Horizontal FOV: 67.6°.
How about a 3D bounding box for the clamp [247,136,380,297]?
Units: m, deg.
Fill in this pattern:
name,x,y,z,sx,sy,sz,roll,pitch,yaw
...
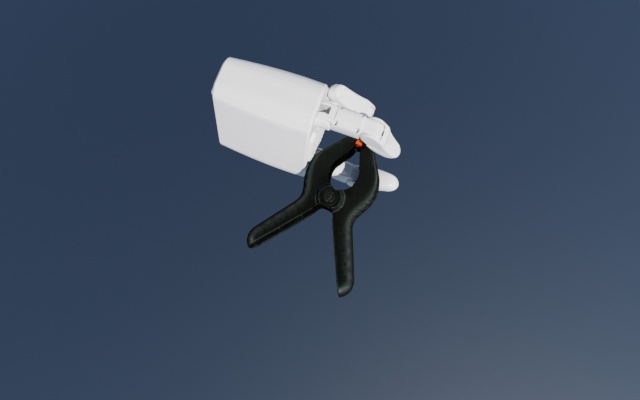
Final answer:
name,x,y,z,sx,sy,sz,roll,pitch,yaw
clamp,0.000,0.001,0.498,0.120,0.171,0.039,19,-12,5
